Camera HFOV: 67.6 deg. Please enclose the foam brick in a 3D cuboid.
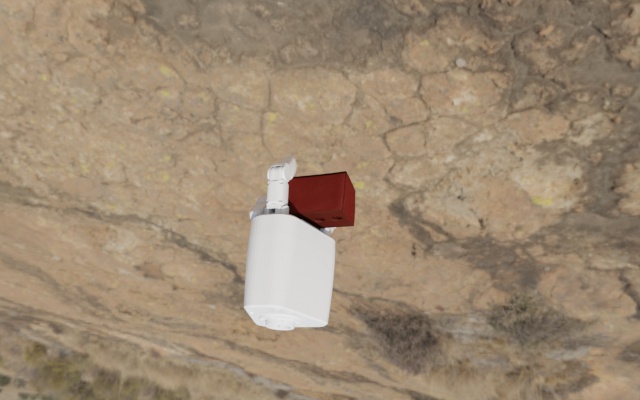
[{"bbox_3d":[0.000,0.002,0.584,0.078,0.051,0.053,-5,-28,18],"label":"foam brick"}]
